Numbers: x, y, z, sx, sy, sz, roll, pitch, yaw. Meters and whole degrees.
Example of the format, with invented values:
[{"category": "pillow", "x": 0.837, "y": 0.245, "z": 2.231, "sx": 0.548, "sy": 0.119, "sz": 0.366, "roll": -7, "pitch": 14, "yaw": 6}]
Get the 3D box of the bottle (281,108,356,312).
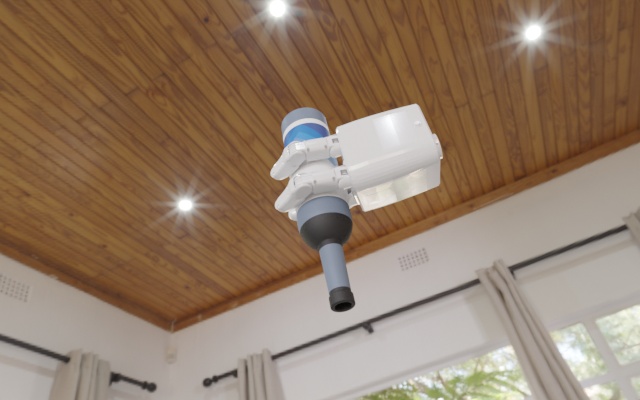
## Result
[{"category": "bottle", "x": 0.000, "y": 0.002, "z": 0.602, "sx": 0.069, "sy": 0.295, "sz": 0.069, "roll": -7, "pitch": -39, "yaw": -6}]
